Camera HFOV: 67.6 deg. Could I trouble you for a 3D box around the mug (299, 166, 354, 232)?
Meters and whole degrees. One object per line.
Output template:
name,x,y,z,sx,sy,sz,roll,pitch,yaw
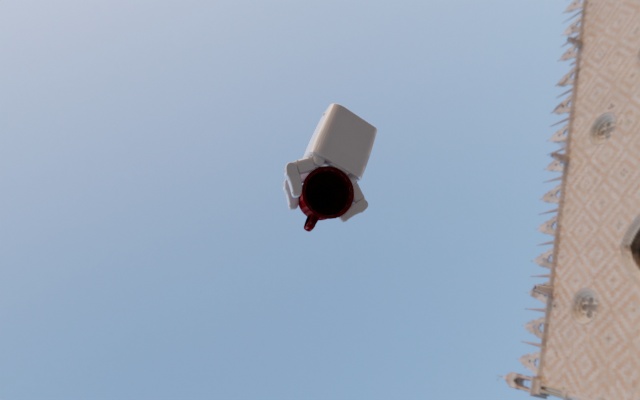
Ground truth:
mug,0.000,0.004,0.860,0.093,0.117,0.081,25,-14,-9
